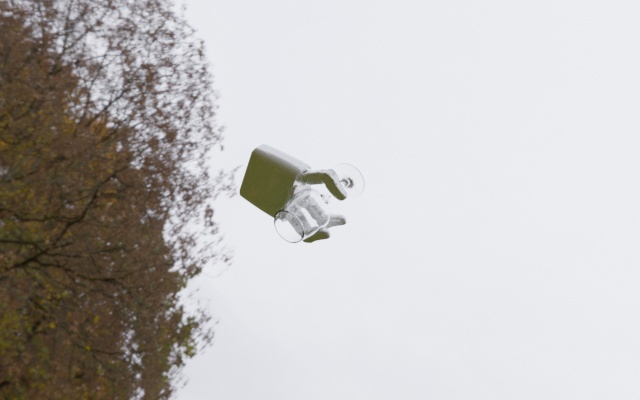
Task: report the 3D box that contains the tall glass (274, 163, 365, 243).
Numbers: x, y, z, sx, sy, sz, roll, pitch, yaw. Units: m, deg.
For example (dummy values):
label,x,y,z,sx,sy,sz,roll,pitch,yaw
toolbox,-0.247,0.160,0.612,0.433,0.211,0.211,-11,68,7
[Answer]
label,x,y,z,sx,sy,sz,roll,pitch,yaw
tall glass,0.001,0.003,0.863,0.079,0.079,0.201,0,25,36
